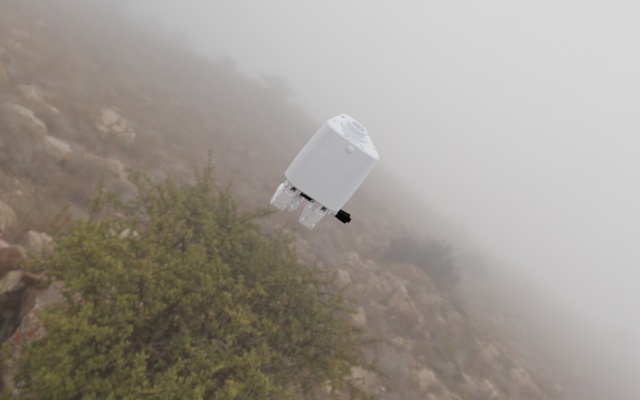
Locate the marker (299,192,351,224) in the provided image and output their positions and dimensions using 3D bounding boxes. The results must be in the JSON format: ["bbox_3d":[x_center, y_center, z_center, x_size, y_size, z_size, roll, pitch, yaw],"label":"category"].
[{"bbox_3d":[0.000,0.003,0.787,0.121,0.020,0.020,33,-9,-14],"label":"marker"}]
